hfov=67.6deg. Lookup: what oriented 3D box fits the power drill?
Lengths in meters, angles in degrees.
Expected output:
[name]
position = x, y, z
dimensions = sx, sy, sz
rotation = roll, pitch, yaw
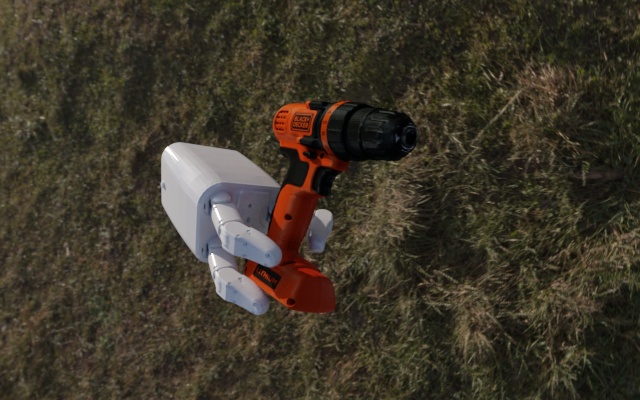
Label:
[power drill]
position = 0.000, 0.002, 0.437
dimensions = 0.057, 0.187, 0.184
rotation = 14, 3, -34
